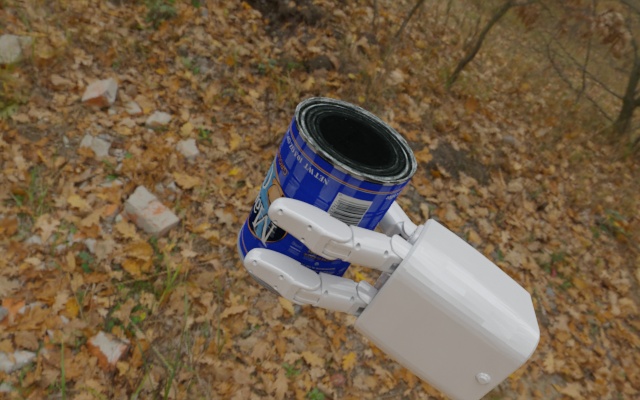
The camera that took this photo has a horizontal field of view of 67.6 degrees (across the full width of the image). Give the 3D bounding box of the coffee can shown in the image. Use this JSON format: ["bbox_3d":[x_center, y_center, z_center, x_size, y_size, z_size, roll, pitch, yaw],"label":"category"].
[{"bbox_3d":[0.000,0.001,0.400,0.103,0.140,0.102,19,37,-15],"label":"coffee can"}]
